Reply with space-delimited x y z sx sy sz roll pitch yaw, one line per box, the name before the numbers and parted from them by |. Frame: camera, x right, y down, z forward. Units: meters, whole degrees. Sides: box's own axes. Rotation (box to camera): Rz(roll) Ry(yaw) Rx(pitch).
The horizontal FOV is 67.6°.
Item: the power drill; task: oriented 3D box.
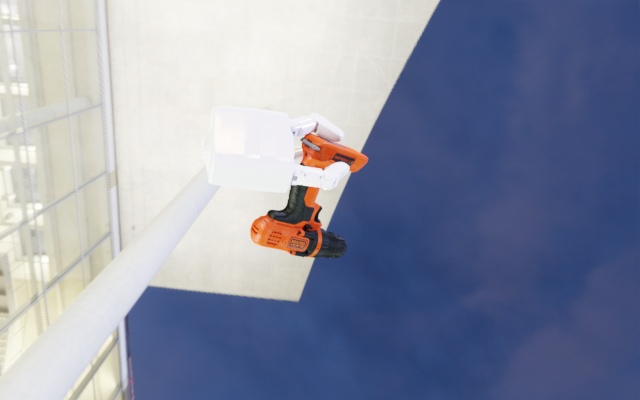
power drill | 0.000 0.002 0.742 0.184 0.188 0.057 15 13 -41
